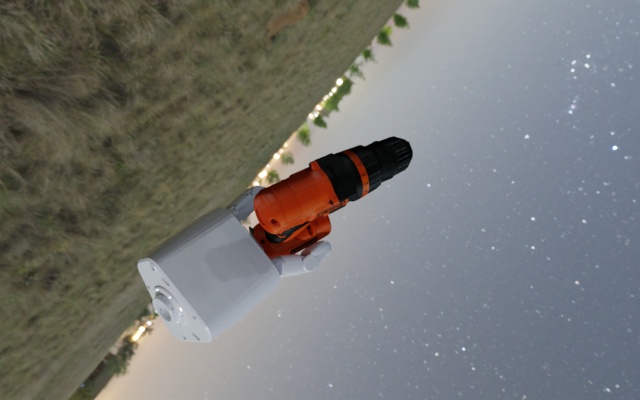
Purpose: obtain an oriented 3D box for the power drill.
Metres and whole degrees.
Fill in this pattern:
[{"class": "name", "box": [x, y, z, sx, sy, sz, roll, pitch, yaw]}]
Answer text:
[{"class": "power drill", "box": [0.000, 0.002, 0.543, 0.184, 0.057, 0.188, -23, -14, -23]}]
